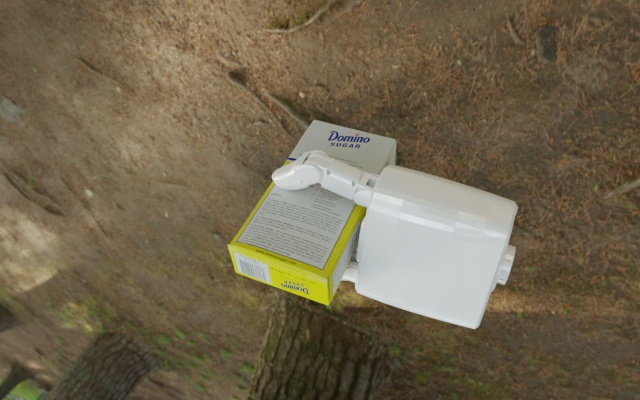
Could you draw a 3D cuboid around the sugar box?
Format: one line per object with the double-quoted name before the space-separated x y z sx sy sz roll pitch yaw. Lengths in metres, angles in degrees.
"sugar box" 0.000 0.002 0.442 0.093 0.048 0.176 17 49 18
